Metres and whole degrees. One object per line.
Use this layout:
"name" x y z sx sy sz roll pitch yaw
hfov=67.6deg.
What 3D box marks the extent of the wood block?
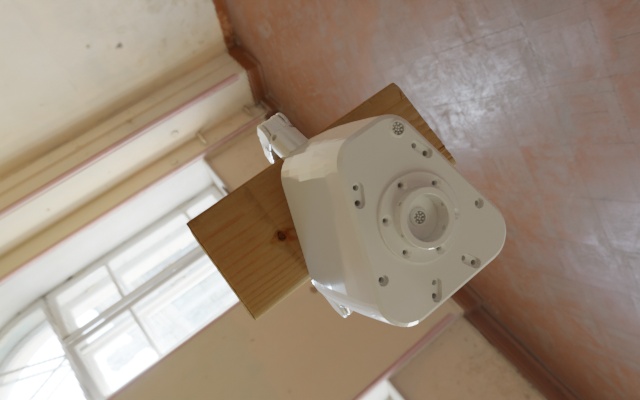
"wood block" 0.000 0.001 0.412 0.206 0.091 0.090 -36 -3 -15
